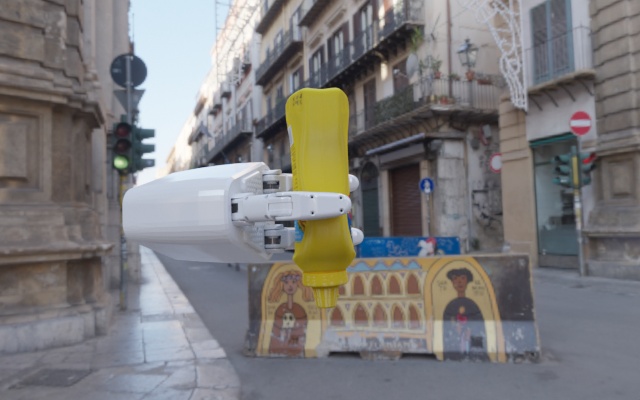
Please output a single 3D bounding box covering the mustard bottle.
[{"bbox_3d":[0.000,0.001,0.439,0.058,0.191,0.096,-2,-3,-8],"label":"mustard bottle"}]
